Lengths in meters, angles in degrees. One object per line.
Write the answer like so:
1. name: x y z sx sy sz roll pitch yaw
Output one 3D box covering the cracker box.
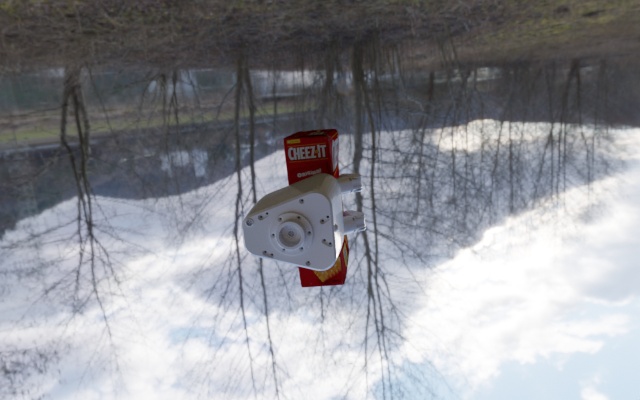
1. cracker box: 0.000 0.003 0.729 0.072 0.214 0.164 -4 11 6
